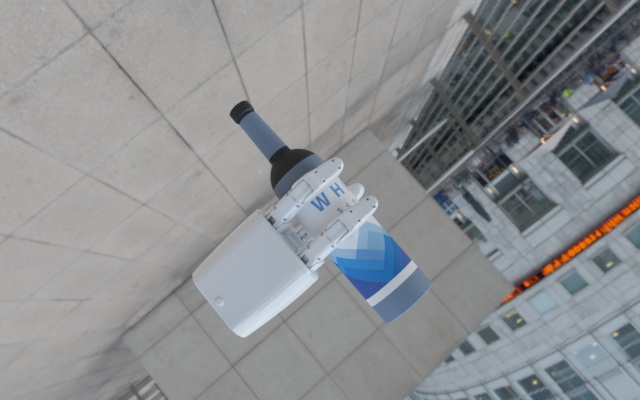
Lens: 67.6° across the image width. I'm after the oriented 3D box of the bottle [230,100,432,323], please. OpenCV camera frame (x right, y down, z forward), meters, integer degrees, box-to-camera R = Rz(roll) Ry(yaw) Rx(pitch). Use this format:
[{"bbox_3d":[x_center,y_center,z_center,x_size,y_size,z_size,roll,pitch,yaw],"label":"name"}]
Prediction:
[{"bbox_3d":[0.000,0.002,0.537,0.069,0.295,0.069,-40,-8,-7],"label":"bottle"}]
